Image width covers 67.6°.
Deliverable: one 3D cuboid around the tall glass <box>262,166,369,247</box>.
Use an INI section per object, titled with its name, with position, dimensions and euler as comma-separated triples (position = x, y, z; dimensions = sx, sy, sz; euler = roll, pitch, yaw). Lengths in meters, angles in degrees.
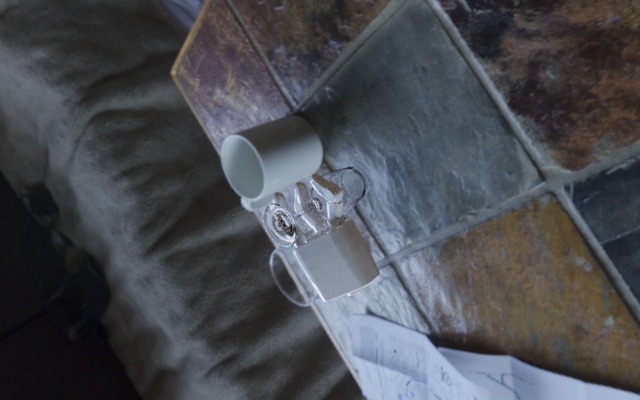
[tall glass]
position = 0.000, 0.003, 0.806
dimensions = 0.079, 0.079, 0.201
euler = 0, 22, 44
